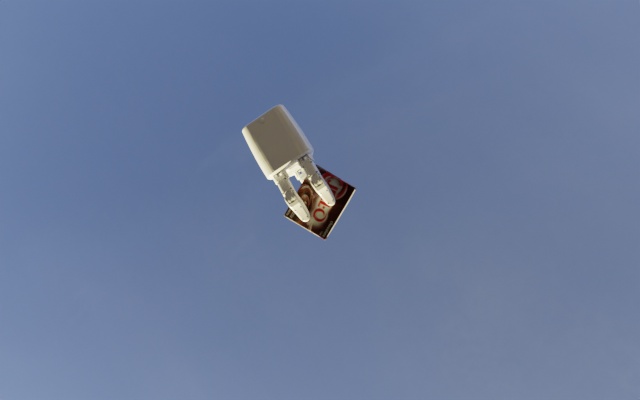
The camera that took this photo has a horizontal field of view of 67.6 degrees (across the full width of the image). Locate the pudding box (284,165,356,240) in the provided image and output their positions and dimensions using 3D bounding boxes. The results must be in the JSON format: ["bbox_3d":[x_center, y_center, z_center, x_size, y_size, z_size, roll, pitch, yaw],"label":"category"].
[{"bbox_3d":[0.000,0.003,0.882,0.090,0.113,0.039,30,4,8],"label":"pudding box"}]
